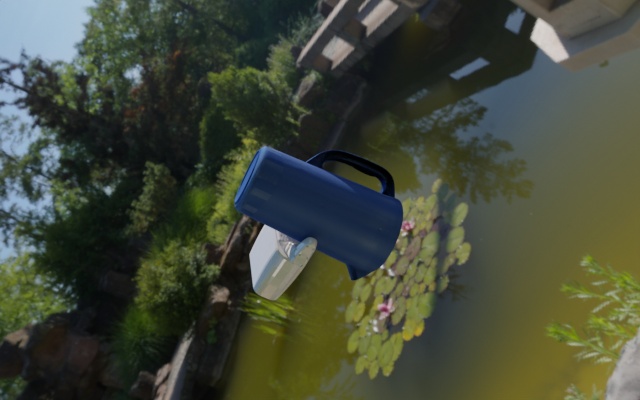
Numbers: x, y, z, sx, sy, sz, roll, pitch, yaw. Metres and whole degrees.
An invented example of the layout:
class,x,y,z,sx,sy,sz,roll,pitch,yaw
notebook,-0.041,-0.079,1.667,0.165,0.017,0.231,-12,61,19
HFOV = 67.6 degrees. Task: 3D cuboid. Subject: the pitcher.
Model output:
class,x,y,z,sx,sy,sz,roll,pitch,yaw
pitcher,0.000,0.003,0.749,0.243,0.145,0.149,25,33,-14
